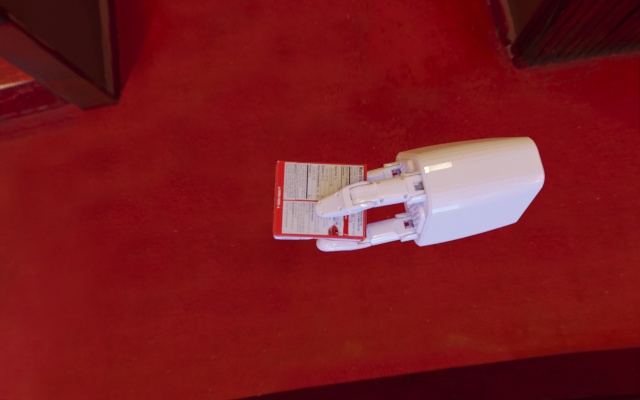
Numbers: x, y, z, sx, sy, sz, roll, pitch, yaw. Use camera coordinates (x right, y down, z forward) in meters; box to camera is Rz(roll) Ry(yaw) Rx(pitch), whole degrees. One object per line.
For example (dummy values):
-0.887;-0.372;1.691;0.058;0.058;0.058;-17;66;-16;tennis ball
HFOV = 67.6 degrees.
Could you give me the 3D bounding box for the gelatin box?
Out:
0.000;0.001;0.461;0.089;0.073;0.030;2;-10;-4;gelatin box
